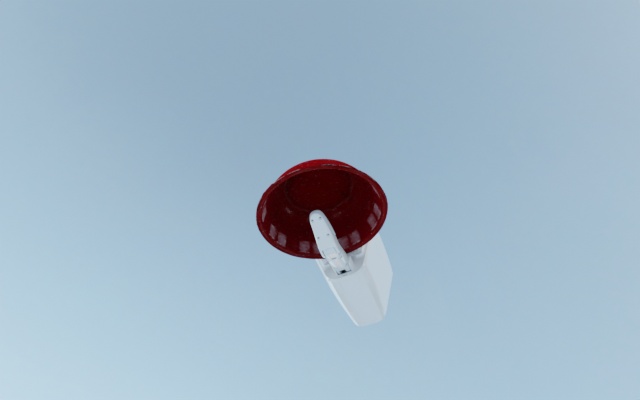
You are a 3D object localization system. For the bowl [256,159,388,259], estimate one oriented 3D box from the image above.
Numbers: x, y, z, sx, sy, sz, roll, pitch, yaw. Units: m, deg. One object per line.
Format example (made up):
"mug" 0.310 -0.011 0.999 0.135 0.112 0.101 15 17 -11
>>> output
"bowl" 0.000 0.001 0.599 0.162 0.162 0.055 0 44 -7
